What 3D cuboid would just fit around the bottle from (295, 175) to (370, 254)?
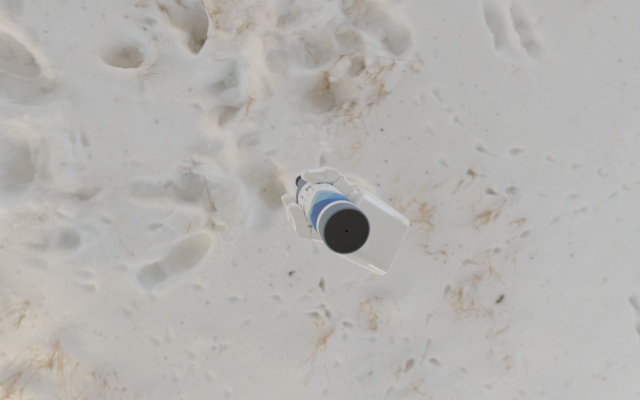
[{"bbox_3d":[0.000,0.003,0.769,0.069,0.069,0.295,0,15,-14],"label":"bottle"}]
